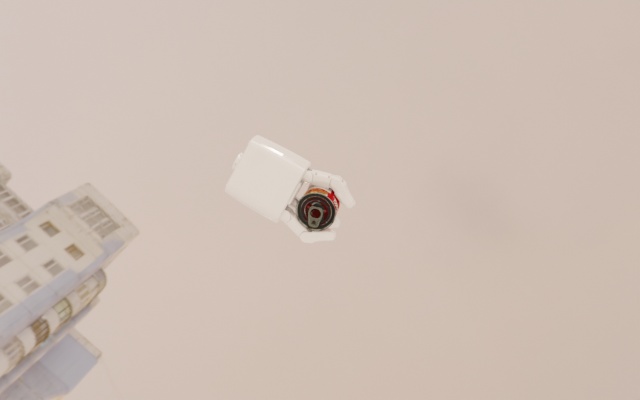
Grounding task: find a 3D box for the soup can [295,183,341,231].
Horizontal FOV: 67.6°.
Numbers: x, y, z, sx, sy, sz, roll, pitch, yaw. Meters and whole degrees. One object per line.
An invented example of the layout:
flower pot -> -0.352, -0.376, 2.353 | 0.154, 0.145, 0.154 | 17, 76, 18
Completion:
soup can -> 0.001, 0.003, 0.828 | 0.068, 0.068, 0.102 | 0, 20, 10
